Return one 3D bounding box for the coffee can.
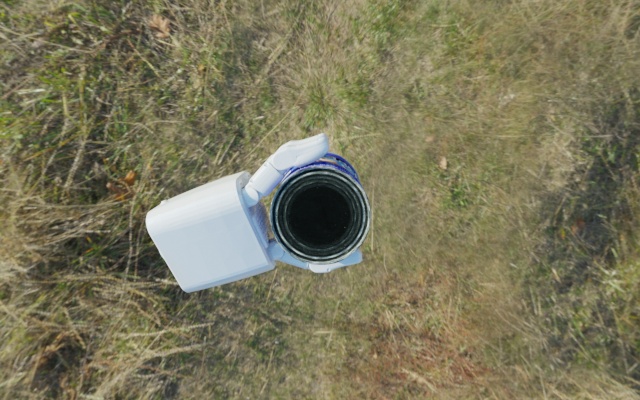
[{"bbox_3d":[0.000,0.002,0.545,0.103,0.103,0.140,0,12,0],"label":"coffee can"}]
